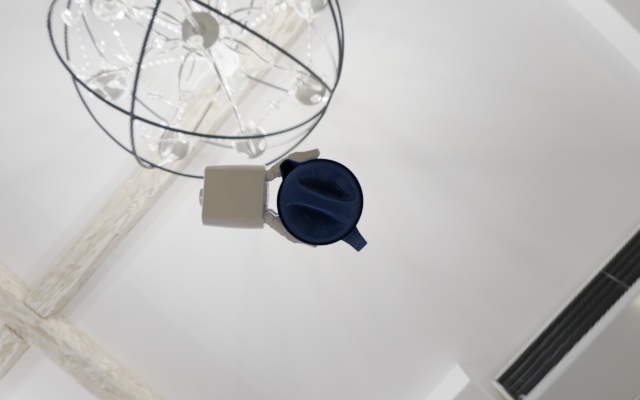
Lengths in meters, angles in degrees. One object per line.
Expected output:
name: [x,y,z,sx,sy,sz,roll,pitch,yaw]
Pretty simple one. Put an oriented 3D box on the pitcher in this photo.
pitcher: [0.000,0.003,0.835,0.145,0.149,0.243,0,4,-3]
